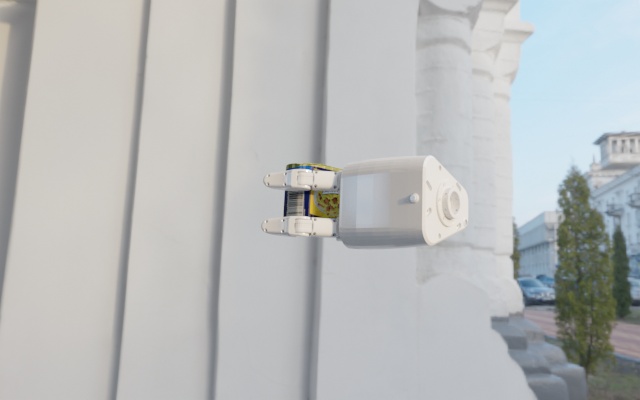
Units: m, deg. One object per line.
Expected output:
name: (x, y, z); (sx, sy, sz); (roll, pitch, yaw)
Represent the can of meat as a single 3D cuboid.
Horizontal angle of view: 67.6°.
can of meat: (0.000, 0.002, 0.601); (0.057, 0.084, 0.102); (-5, -10, 45)
